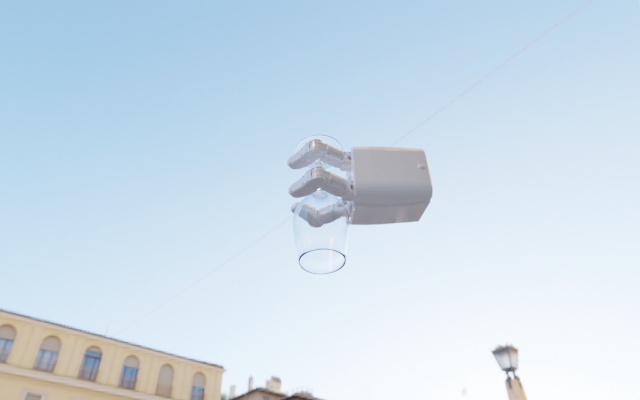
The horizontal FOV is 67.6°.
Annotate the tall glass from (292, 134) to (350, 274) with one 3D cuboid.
[{"bbox_3d":[0.000,0.002,0.675,0.079,0.200,0.079,-1,-39,-1],"label":"tall glass"}]
